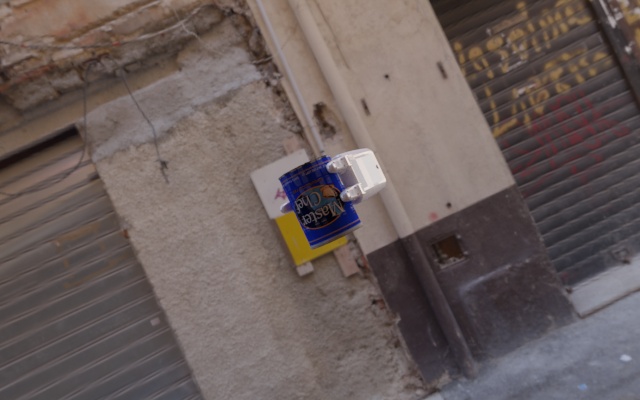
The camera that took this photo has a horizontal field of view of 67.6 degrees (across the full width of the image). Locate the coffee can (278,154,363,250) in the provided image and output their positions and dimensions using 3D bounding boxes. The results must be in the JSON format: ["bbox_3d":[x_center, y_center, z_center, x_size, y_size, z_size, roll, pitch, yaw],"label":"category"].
[{"bbox_3d":[0.000,0.003,0.853,0.103,0.140,0.103,-25,-1,-1],"label":"coffee can"}]
